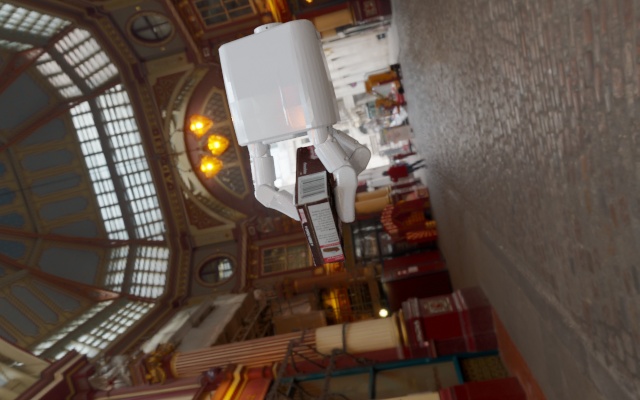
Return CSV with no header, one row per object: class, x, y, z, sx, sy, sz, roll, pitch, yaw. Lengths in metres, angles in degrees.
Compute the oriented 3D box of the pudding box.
pudding box,0.000,0.002,0.530,0.039,0.090,0.113,-11,36,9
